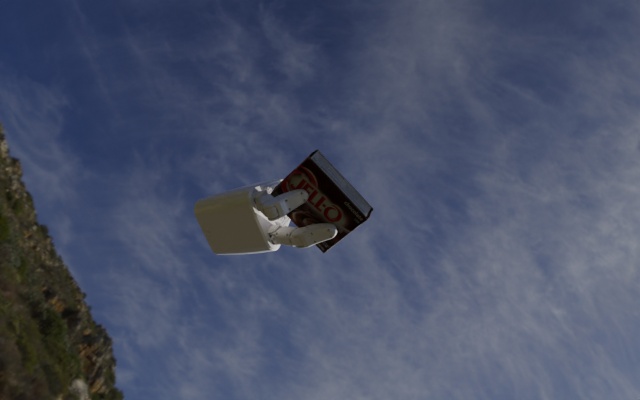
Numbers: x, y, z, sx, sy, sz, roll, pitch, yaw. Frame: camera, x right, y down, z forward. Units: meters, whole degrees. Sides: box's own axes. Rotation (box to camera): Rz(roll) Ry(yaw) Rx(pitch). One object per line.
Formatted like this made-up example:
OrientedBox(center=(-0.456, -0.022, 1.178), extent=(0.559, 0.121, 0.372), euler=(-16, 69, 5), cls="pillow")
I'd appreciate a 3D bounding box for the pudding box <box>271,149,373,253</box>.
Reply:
OrientedBox(center=(0.000, 0.002, 0.640), extent=(0.090, 0.113, 0.039), euler=(-41, 7, 34), cls="pudding box")
